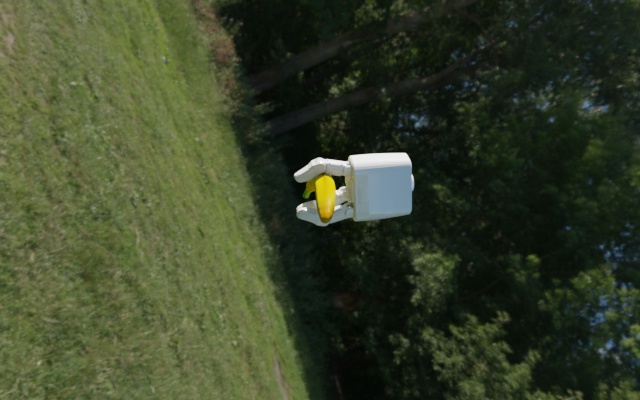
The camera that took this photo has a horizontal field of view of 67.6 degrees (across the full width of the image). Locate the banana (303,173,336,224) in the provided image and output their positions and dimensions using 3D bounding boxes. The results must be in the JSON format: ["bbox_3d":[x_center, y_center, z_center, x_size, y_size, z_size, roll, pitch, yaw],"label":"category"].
[{"bbox_3d":[0.002,-0.016,0.843,0.037,0.069,0.197,7,11,-11],"label":"banana"}]
